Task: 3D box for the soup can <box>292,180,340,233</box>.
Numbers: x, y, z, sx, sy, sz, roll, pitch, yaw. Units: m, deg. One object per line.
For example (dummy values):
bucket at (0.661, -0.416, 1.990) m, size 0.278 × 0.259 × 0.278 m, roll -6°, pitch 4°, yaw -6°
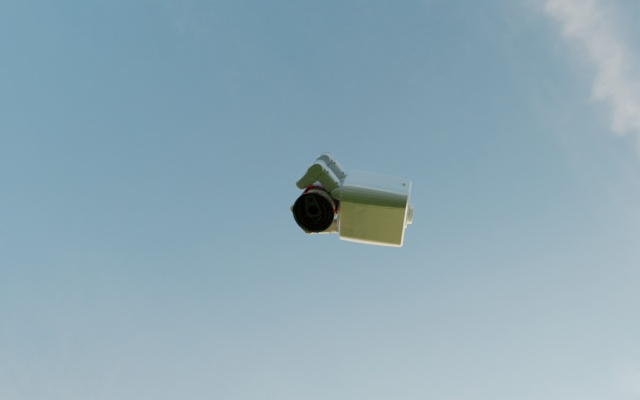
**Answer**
soup can at (0.000, 0.003, 0.793) m, size 0.068 × 0.068 × 0.102 m, roll 0°, pitch 20°, yaw 14°
